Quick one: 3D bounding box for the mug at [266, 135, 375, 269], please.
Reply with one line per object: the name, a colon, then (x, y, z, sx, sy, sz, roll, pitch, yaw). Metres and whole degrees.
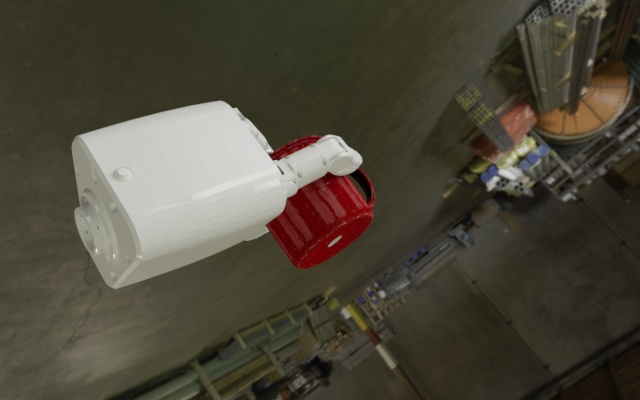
mug: (0.001, 0.001, 0.422, 0.117, 0.081, 0.093, -22, -23, -37)
